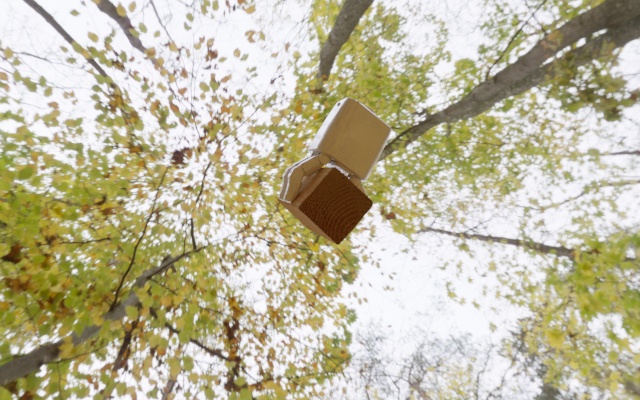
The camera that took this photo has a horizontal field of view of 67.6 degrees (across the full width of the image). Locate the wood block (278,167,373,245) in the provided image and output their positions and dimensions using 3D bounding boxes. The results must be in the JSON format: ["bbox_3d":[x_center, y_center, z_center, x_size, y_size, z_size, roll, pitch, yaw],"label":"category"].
[{"bbox_3d":[0.001,0.003,0.834,0.091,0.090,0.206,42,-7,-12],"label":"wood block"}]
